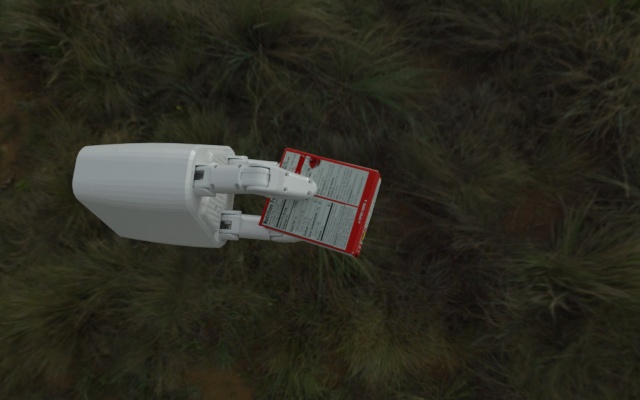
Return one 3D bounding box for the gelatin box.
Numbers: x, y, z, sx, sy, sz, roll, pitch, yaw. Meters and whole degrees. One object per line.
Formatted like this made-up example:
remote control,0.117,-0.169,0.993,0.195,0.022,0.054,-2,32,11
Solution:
gelatin box,0.000,0.001,0.413,0.089,0.073,0.030,16,-8,15
